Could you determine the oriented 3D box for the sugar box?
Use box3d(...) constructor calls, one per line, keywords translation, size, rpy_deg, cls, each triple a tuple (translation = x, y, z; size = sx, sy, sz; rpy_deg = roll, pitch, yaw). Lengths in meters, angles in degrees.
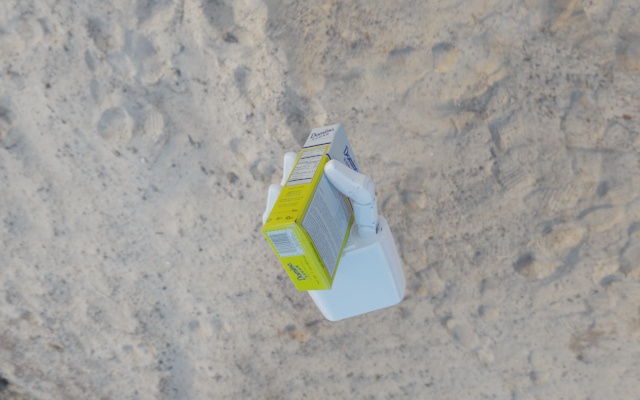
box3d(translation=(0.000, 0.002, 0.525), size=(0.048, 0.093, 0.176), rpy_deg=(-9, 36, 24), cls="sugar box")
